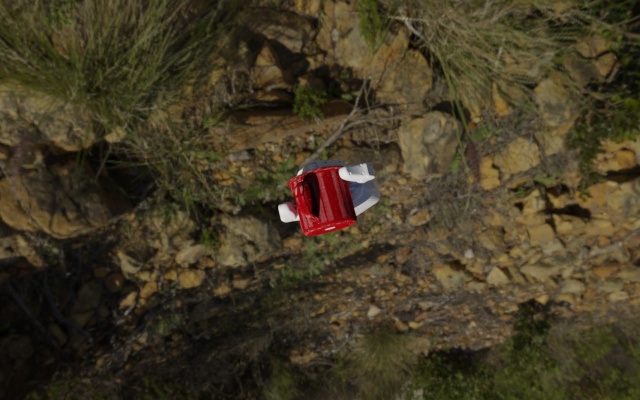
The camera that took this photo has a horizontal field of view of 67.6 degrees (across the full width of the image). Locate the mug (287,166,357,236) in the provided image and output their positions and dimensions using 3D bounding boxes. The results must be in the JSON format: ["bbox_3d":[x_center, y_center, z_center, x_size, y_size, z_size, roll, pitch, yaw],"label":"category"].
[{"bbox_3d":[0.000,0.002,0.686,0.093,0.081,0.117,-19,-12,22],"label":"mug"}]
